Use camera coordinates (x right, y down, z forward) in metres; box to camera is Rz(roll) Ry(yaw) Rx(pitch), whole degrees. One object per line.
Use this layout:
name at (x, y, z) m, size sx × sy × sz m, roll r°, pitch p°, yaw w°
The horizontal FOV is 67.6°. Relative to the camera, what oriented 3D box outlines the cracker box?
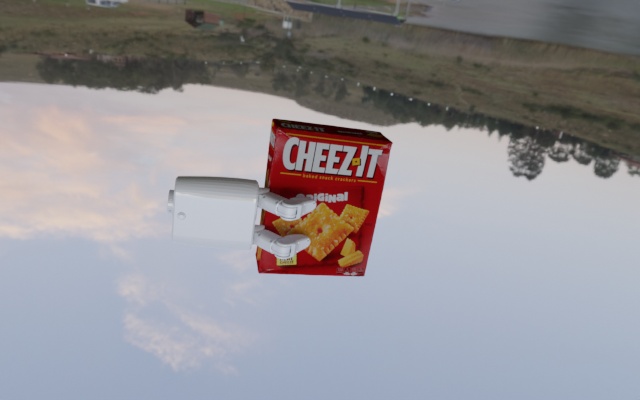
cracker box at (0.000, 0.002, 0.688) m, size 0.164 × 0.214 × 0.072 m, roll 5°, pitch 20°, yaw -14°
